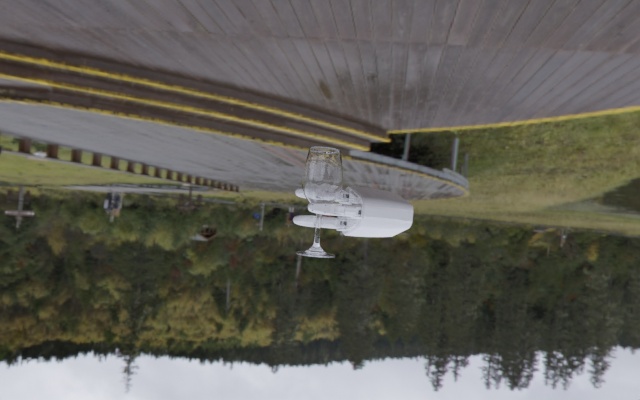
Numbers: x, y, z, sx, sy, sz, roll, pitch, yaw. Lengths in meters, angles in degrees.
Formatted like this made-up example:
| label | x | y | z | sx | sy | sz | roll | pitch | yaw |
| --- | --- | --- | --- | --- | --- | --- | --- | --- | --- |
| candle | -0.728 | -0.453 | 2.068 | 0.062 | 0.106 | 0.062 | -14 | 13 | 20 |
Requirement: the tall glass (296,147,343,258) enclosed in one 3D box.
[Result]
| label | x | y | z | sx | sy | sz | roll | pitch | yaw |
| --- | --- | --- | --- | --- | --- | --- | --- | --- | --- |
| tall glass | 0.000 | 0.004 | 0.898 | 0.079 | 0.201 | 0.079 | 5 | -1 | 0 |
